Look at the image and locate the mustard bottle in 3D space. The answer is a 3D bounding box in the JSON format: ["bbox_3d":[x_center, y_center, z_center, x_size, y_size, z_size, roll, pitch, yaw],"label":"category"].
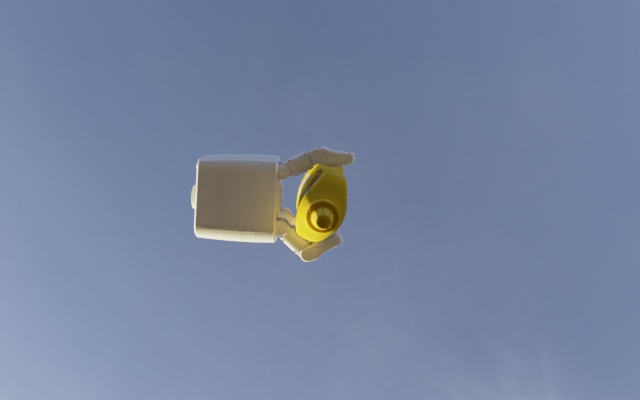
[{"bbox_3d":[0.000,0.002,0.633,0.058,0.096,0.191,27,12,-7],"label":"mustard bottle"}]
